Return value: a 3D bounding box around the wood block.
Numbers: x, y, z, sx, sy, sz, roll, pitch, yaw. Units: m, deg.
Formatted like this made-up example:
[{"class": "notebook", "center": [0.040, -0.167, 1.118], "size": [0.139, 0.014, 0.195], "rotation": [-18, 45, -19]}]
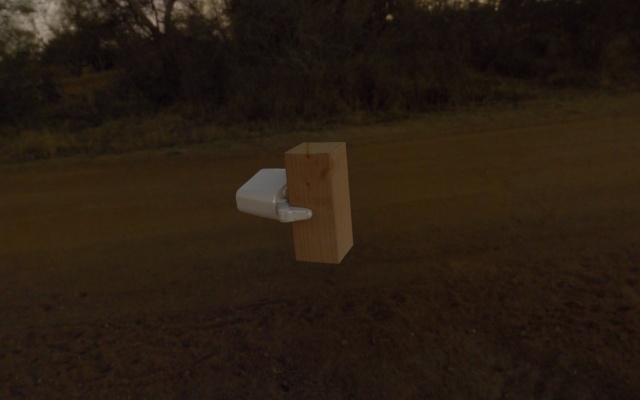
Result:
[{"class": "wood block", "center": [0.000, 0.003, 0.886], "size": [0.090, 0.206, 0.090], "rotation": [2, 20, 23]}]
